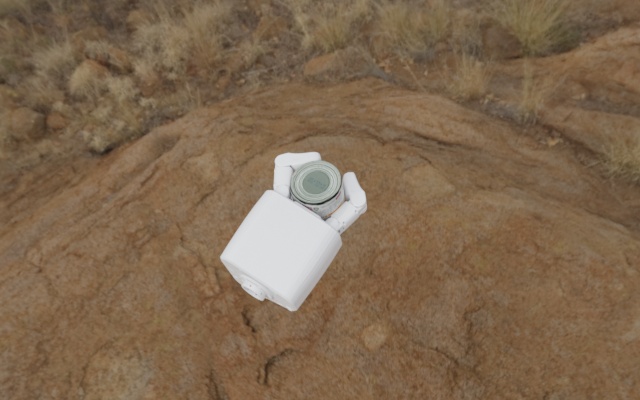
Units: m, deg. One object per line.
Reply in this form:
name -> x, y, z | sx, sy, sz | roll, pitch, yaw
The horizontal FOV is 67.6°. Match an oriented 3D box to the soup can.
soup can -> 0.000, 0.002, 0.640 | 0.068, 0.068, 0.102 | 0, -31, 9
